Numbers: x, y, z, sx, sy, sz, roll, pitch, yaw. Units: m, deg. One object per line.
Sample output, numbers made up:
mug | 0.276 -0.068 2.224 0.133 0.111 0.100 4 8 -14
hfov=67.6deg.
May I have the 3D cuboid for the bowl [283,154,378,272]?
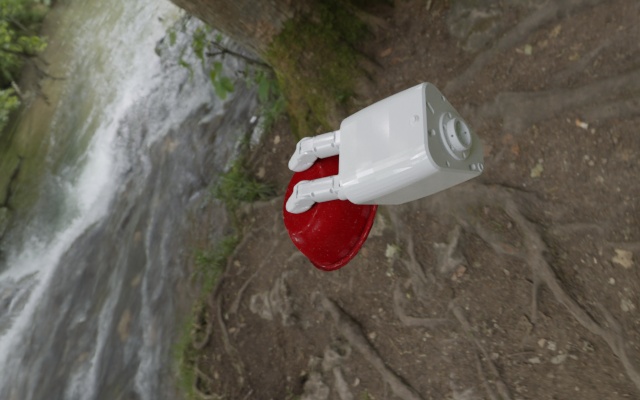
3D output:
bowl | -0.001 0.002 0.582 0.055 0.162 0.162 16 -8 -30
